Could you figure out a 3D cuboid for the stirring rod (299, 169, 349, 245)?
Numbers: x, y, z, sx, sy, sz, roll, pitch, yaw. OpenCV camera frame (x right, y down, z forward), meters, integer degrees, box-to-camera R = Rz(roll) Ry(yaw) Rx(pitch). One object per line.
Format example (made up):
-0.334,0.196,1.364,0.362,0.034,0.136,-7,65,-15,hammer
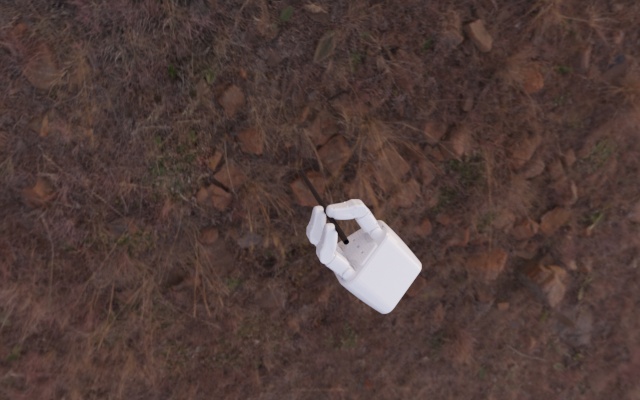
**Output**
0.000,0.002,0.742,0.011,0.011,0.239,0,27,-19,stirring rod
